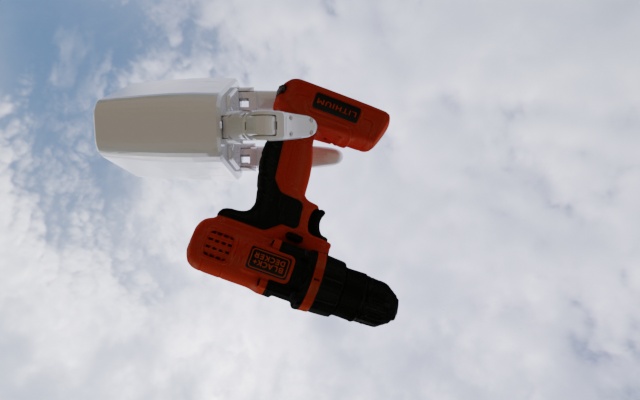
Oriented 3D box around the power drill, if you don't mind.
[{"bbox_3d":[0.000,0.001,0.418,0.184,0.187,0.057,20,-16,-7],"label":"power drill"}]
